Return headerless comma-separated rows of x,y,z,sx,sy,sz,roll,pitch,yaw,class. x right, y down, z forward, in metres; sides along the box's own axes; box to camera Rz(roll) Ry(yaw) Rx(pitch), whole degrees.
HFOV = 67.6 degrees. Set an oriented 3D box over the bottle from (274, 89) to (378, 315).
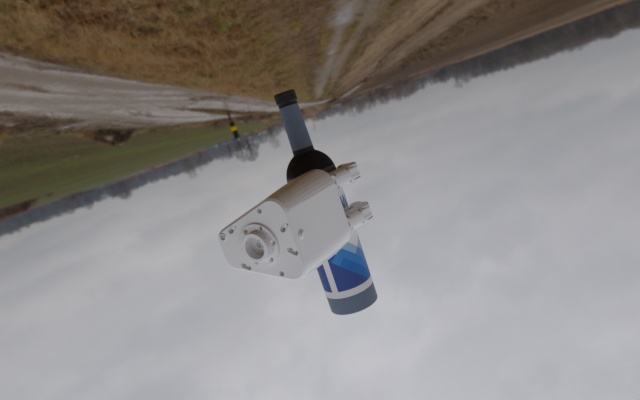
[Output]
0.000,0.002,0.624,0.069,0.296,0.069,-18,10,3,bottle
